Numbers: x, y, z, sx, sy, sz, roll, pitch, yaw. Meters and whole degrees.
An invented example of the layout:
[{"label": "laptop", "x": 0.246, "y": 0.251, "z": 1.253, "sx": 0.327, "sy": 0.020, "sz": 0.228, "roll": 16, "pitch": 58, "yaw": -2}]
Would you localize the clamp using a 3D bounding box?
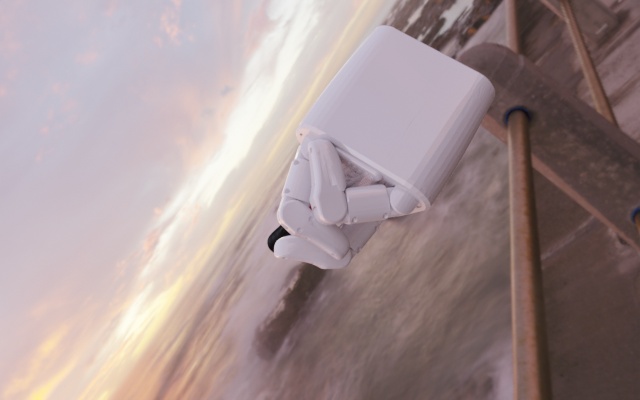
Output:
[{"label": "clamp", "x": 0.000, "y": 0.001, "z": 0.451, "sx": 0.039, "sy": 0.120, "sz": 0.171, "roll": 37, "pitch": -12, "yaw": -7}]
